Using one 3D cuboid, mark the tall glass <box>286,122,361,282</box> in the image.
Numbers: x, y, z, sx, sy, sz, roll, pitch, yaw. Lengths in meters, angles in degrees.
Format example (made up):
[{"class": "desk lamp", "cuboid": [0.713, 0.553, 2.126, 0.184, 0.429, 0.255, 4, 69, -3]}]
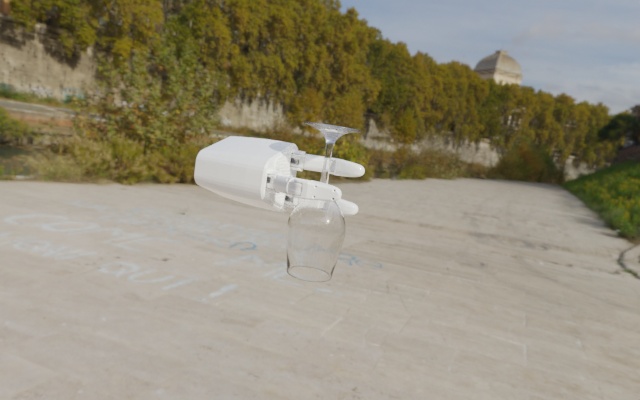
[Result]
[{"class": "tall glass", "cuboid": [0.000, 0.001, 0.627, 0.079, 0.201, 0.079, 9, 8, -1]}]
